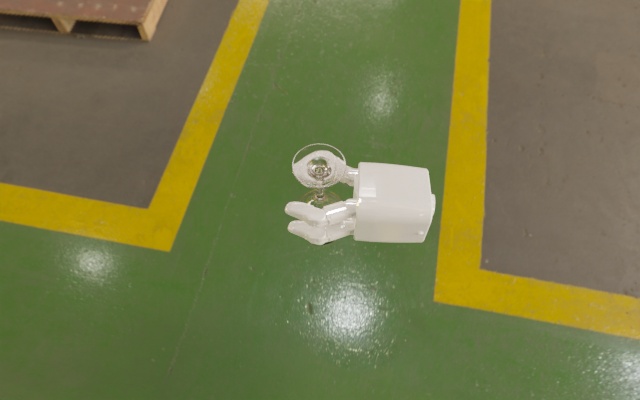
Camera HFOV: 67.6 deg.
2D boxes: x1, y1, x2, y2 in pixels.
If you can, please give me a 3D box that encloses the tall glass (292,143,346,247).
[{"bbox_3d":[0.000,0.002,0.735,0.079,0.079,0.201,0,-30,1],"label":"tall glass"}]
